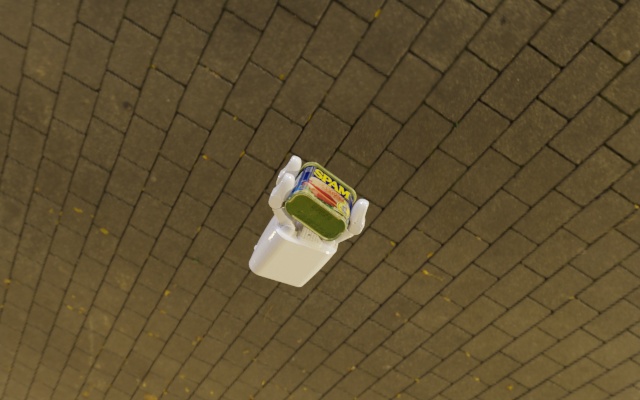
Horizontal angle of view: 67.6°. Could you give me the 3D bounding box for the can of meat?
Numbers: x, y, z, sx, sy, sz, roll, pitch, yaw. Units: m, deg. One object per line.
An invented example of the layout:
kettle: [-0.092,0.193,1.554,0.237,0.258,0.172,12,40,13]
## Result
can of meat: [0.000,0.003,0.732,0.102,0.057,0.084,36,34,-12]
